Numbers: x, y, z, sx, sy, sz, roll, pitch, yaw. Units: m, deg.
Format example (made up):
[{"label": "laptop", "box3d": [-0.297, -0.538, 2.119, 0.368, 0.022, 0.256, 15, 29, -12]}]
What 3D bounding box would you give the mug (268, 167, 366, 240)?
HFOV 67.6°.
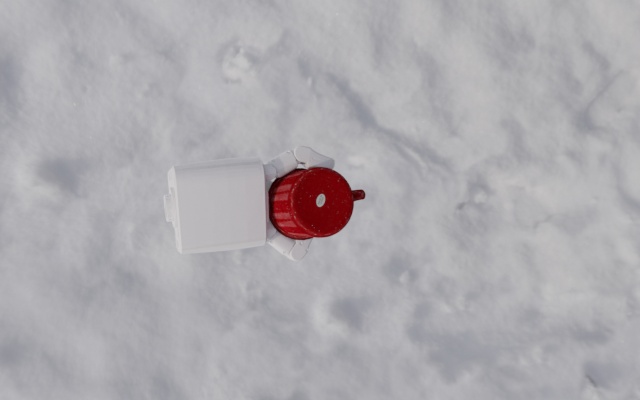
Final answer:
[{"label": "mug", "box3d": [0.002, 0.002, 0.582, 0.117, 0.093, 0.081, -7, 0, -21]}]
